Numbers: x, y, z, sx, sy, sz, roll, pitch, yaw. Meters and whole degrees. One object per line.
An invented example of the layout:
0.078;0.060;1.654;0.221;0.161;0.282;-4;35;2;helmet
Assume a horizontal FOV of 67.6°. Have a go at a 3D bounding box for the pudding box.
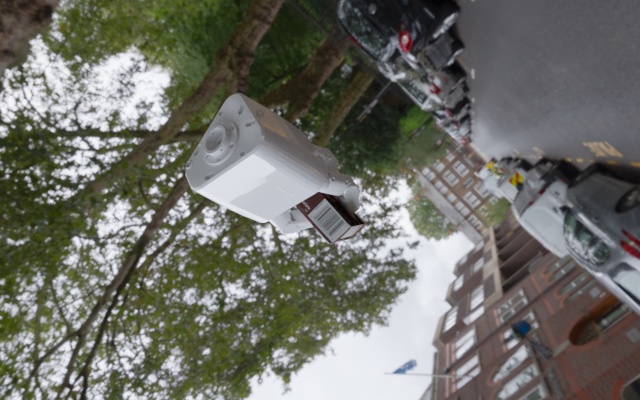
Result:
0.000;0.002;0.613;0.039;0.113;0.090;-43;-11;12;pudding box
